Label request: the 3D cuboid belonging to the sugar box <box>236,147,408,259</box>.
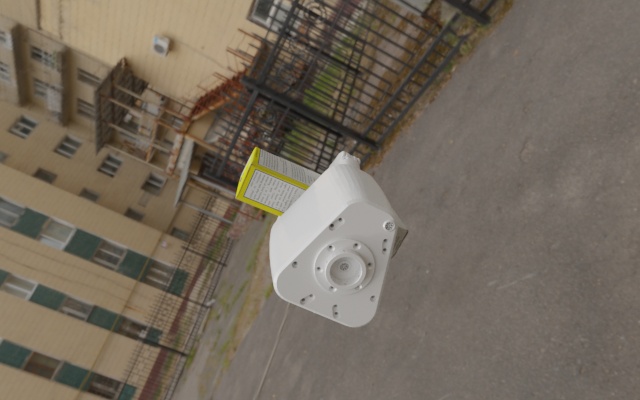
[{"bbox_3d":[0.000,0.002,0.518,0.176,0.048,0.093,25,14,-12],"label":"sugar box"}]
